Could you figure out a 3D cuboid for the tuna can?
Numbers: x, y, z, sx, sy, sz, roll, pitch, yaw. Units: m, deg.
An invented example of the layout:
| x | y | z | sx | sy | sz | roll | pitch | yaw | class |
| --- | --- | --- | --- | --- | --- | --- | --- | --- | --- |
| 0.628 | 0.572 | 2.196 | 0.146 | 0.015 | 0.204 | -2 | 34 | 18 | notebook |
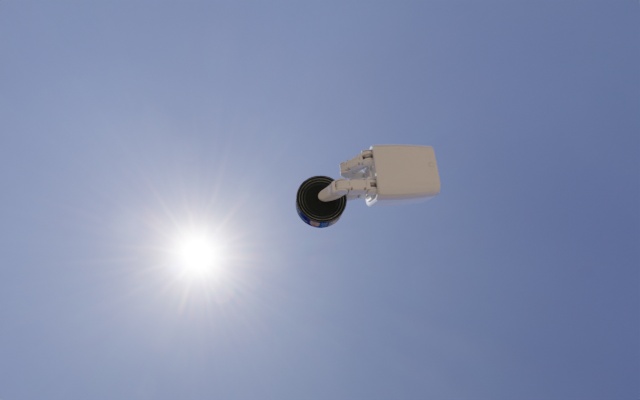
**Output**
| x | y | z | sx | sy | sz | roll | pitch | yaw | class |
| --- | --- | --- | --- | --- | --- | --- | --- | --- | --- |
| 0.000 | 0.003 | 0.817 | 0.086 | 0.086 | 0.034 | 0 | -22 | -8 | tuna can |
